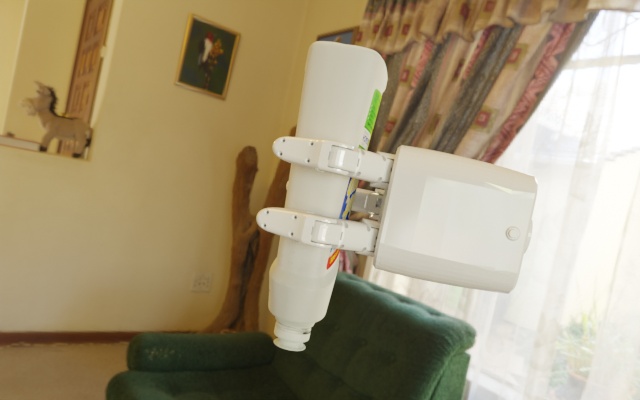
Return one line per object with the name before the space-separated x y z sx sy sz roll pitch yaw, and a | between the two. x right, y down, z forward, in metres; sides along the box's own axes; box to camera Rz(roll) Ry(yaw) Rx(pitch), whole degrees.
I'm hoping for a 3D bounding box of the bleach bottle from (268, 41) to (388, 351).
bleach bottle | 0.000 0.001 0.415 0.068 0.251 0.102 12 2 9
